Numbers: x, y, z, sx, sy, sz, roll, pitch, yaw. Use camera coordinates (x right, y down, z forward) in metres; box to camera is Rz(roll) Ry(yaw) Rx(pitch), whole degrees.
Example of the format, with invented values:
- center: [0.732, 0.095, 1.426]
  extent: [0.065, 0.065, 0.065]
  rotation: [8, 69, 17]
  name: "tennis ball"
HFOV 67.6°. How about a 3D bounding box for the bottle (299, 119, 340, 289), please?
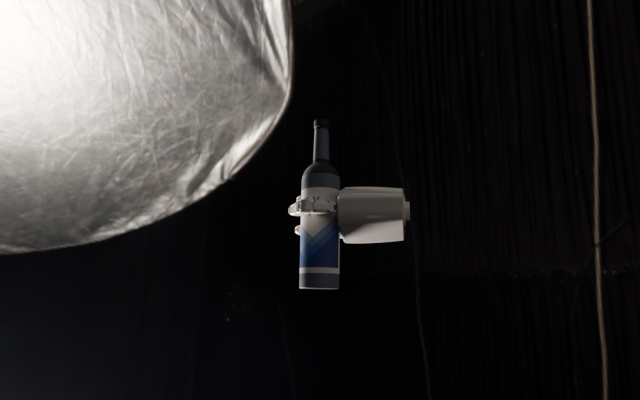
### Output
- center: [0.000, 0.003, 0.824]
  extent: [0.069, 0.295, 0.069]
  rotation: [1, -11, 0]
  name: "bottle"
